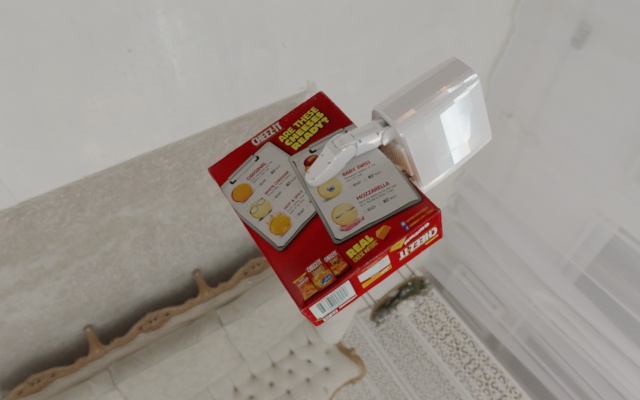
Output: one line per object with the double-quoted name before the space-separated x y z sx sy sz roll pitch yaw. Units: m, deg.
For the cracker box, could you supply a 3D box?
"cracker box" 0.000 0.002 0.520 0.164 0.213 0.072 -35 -33 -6
